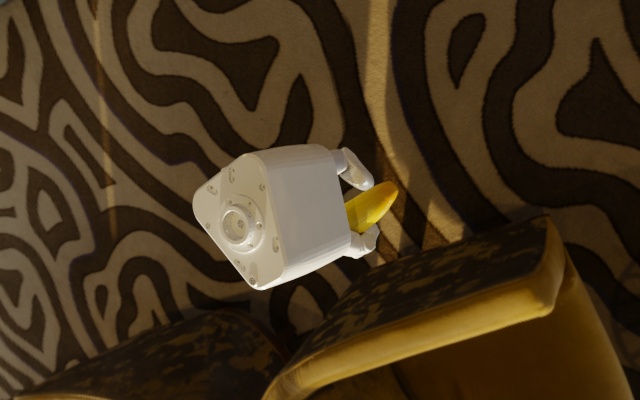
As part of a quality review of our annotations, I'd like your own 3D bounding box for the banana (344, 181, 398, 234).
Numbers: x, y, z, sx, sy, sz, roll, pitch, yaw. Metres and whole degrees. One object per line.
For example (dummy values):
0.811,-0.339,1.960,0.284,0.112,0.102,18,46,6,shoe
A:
-0.002,0.021,0.541,0.198,0.069,0.037,-5,-3,37,banana
